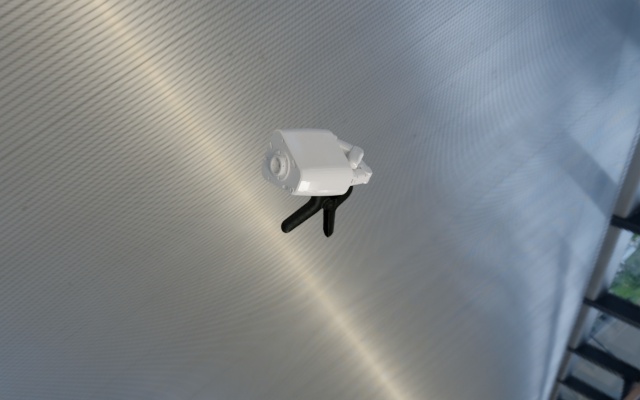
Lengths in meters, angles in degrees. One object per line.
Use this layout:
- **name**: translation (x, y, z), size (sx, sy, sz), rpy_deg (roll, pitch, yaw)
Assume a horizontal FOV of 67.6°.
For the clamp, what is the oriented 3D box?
- **clamp**: translation (0.001, 0.003, 0.874), size (0.120, 0.171, 0.039), rpy_deg (-4, 39, -40)
